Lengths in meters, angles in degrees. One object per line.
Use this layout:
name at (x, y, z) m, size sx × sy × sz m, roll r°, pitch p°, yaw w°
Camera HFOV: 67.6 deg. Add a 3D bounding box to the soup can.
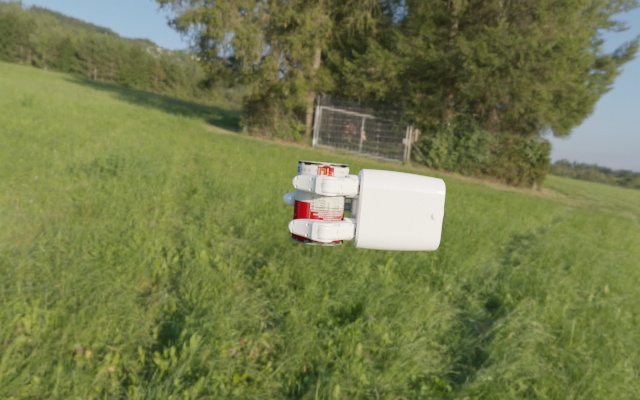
soup can at (0.000, 0.002, 0.617) m, size 0.068 × 0.102 × 0.068 m, roll 5°, pitch 5°, yaw 0°
